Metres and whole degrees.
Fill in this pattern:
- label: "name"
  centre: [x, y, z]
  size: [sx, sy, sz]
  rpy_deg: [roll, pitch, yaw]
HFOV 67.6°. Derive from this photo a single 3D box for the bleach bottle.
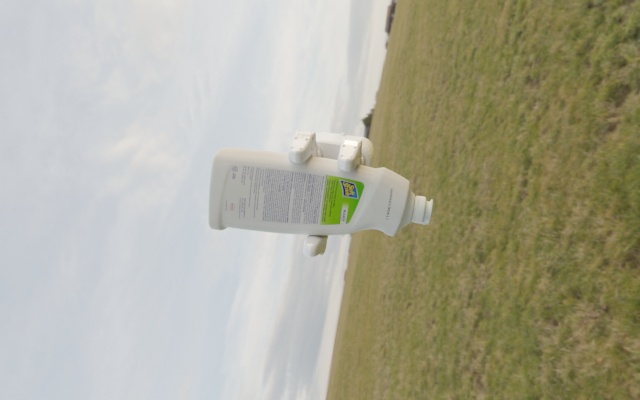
- label: "bleach bottle"
  centre: [0.000, 0.002, 0.555]
  size: [0.251, 0.102, 0.068]
  rpy_deg: [9, 15, 8]
